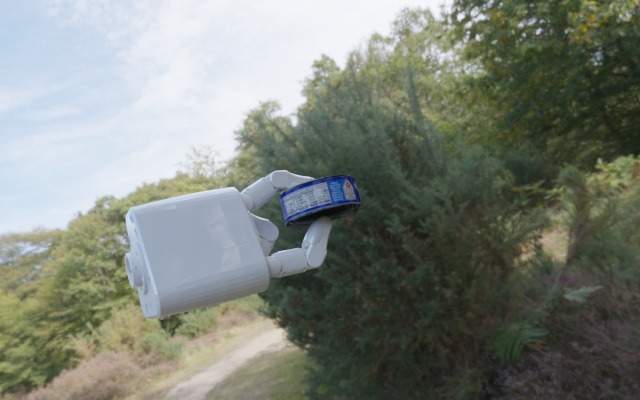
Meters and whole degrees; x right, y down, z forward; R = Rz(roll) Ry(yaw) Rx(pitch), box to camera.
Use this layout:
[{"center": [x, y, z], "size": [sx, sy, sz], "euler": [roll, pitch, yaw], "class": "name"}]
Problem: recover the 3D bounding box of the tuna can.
[{"center": [0.000, 0.001, 0.516], "size": [0.086, 0.033, 0.086], "euler": [-14, -11, -3], "class": "tuna can"}]
